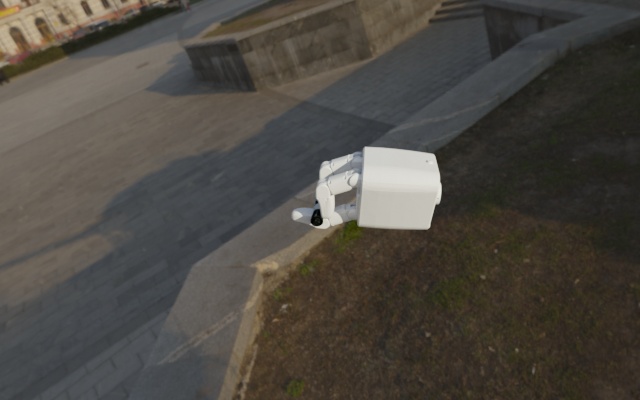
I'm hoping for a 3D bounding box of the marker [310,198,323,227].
[{"bbox_3d":[0.000,0.002,0.739,0.020,0.020,0.121,0,31,7],"label":"marker"}]
